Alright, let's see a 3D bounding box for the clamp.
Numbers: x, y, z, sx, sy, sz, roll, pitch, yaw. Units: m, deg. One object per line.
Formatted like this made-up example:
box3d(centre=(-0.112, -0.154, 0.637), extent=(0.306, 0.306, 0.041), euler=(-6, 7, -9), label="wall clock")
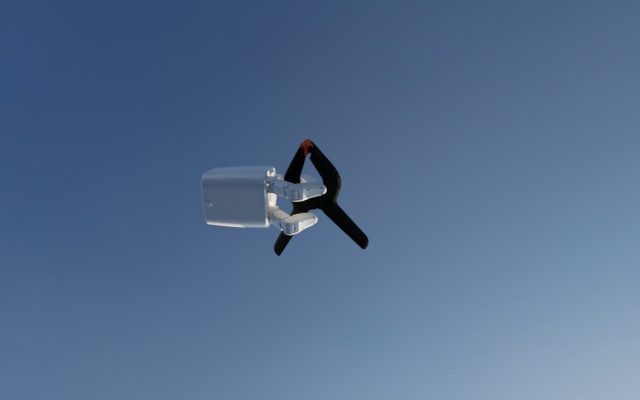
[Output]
box3d(centre=(0.000, 0.002, 0.792), extent=(0.164, 0.210, 0.036), euler=(1, 26, 2), label="clamp")
